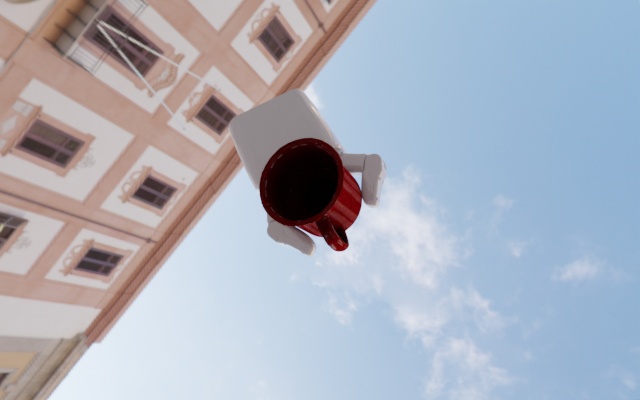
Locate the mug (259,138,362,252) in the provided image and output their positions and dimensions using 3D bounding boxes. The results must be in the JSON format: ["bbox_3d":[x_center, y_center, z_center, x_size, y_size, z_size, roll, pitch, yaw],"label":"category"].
[{"bbox_3d":[0.001,0.003,0.502,0.093,0.117,0.081,-33,-27,11],"label":"mug"}]
